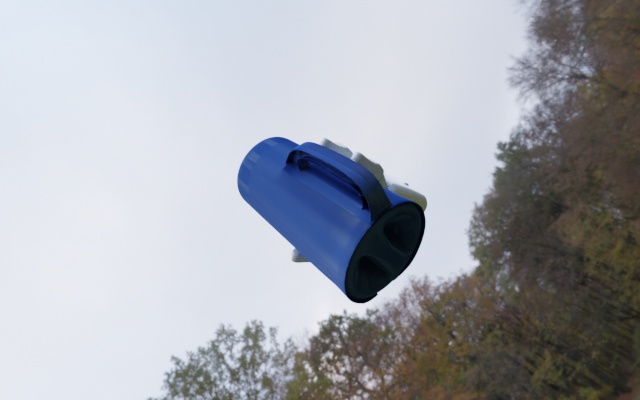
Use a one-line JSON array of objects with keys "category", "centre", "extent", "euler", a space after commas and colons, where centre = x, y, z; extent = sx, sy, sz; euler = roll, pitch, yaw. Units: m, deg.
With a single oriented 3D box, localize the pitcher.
[{"category": "pitcher", "centre": [0.000, 0.002, 0.601], "extent": [0.242, 0.149, 0.145], "euler": [34, 16, 37]}]
